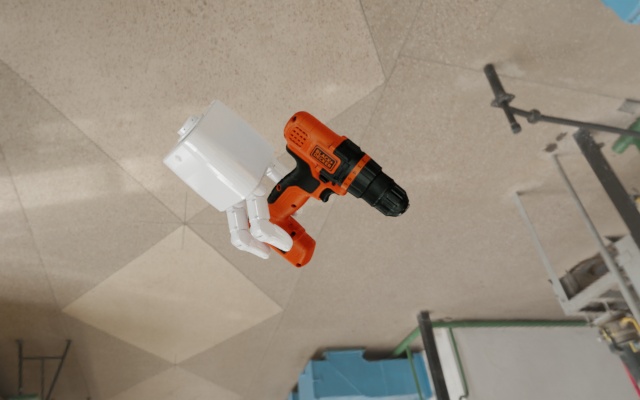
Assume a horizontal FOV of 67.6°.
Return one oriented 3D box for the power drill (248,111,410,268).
[{"bbox_3d":[0.000,0.002,0.632,0.184,0.188,0.057,40,31,6],"label":"power drill"}]
